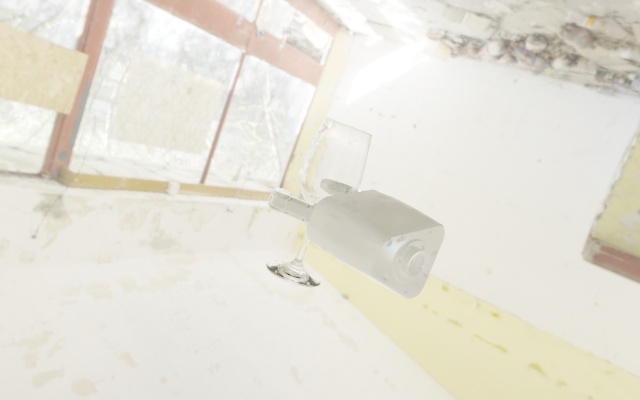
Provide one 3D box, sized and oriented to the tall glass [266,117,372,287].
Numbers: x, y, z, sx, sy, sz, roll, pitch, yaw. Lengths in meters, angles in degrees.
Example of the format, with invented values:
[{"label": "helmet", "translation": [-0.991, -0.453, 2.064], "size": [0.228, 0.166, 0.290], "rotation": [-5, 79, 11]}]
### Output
[{"label": "tall glass", "translation": [0.000, 0.003, 0.596], "size": [0.079, 0.201, 0.079], "rotation": [20, 8, -3]}]
